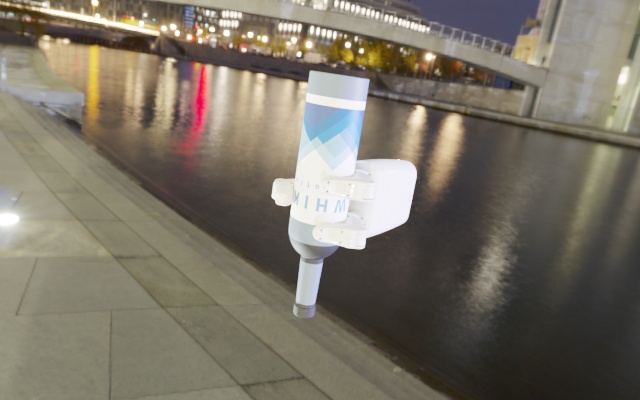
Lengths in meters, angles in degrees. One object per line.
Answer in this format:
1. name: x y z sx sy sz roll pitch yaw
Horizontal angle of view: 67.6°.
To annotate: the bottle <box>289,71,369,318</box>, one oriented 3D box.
1. bottle: 0.000 0.002 0.565 0.069 0.296 0.069 8 15 -2
